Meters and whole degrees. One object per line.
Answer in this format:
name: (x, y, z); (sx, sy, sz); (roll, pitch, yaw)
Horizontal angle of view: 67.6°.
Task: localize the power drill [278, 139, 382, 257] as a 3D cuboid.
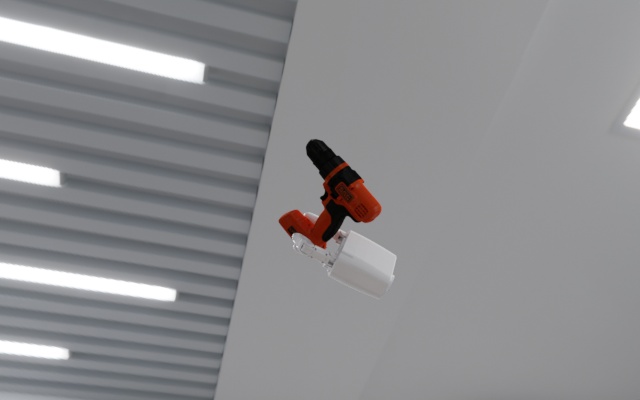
power drill: (0.000, 0.003, 0.894); (0.057, 0.184, 0.188); (-25, -18, -52)
